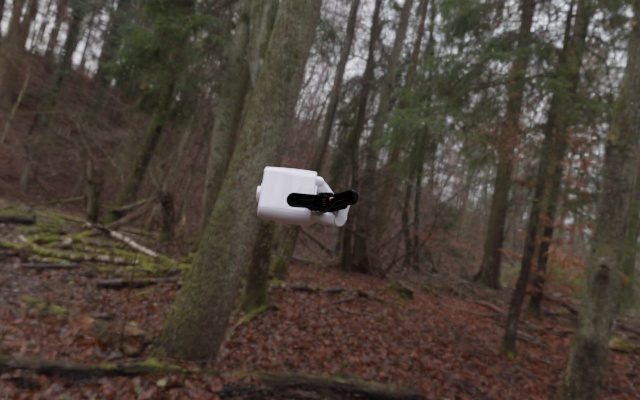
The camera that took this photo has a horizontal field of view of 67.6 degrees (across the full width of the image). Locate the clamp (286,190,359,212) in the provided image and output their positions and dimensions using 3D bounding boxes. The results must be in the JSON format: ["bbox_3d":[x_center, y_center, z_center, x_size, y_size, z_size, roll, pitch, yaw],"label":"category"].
[{"bbox_3d":[0.000,0.002,0.865,0.120,0.039,0.171,4,-8,-2],"label":"clamp"}]
